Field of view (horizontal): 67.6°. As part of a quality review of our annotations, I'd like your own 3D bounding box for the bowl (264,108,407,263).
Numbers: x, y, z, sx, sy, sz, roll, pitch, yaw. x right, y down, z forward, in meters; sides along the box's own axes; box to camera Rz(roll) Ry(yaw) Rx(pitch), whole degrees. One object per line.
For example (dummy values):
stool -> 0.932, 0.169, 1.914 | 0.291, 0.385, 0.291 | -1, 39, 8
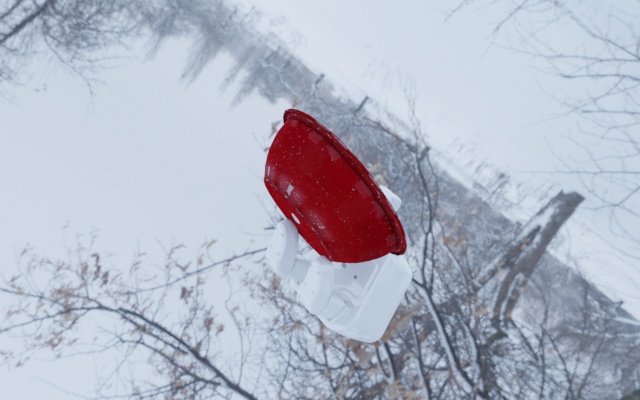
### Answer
bowl -> -0.001, 0.001, 0.416 | 0.055, 0.162, 0.162 | -39, 9, -11
